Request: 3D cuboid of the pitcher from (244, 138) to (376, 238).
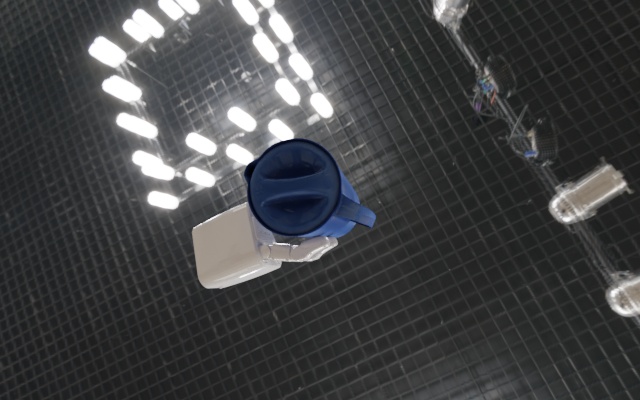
[{"bbox_3d":[0.000,0.002,0.741,0.145,0.149,0.243,-26,-14,10],"label":"pitcher"}]
